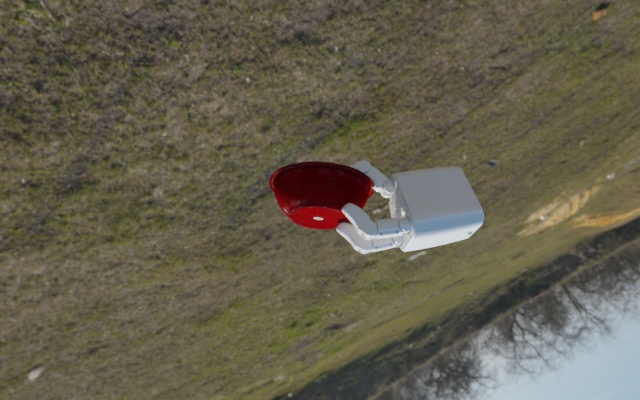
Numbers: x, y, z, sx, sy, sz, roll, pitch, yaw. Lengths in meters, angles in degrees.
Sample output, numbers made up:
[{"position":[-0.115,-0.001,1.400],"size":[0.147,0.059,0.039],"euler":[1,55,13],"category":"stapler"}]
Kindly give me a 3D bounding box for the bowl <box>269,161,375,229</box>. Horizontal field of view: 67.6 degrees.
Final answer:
[{"position":[-0.001,0.003,0.718],"size":[0.162,0.055,0.162],"euler":[4,-23,2],"category":"bowl"}]
